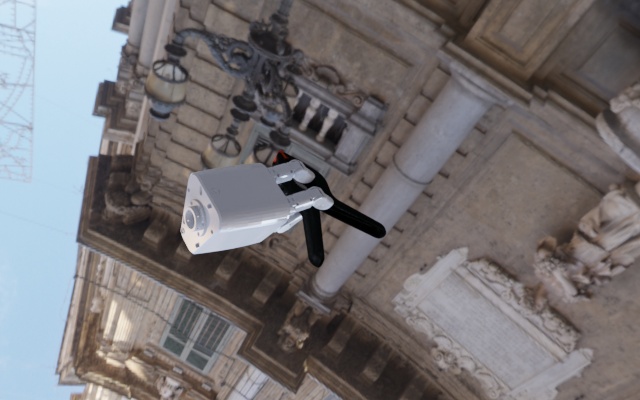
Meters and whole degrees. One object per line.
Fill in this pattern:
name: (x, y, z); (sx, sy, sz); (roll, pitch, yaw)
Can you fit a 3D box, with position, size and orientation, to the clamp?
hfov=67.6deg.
clamp: (-0.001, 0.003, 0.744); (0.164, 0.210, 0.036); (-9, -36, -43)
